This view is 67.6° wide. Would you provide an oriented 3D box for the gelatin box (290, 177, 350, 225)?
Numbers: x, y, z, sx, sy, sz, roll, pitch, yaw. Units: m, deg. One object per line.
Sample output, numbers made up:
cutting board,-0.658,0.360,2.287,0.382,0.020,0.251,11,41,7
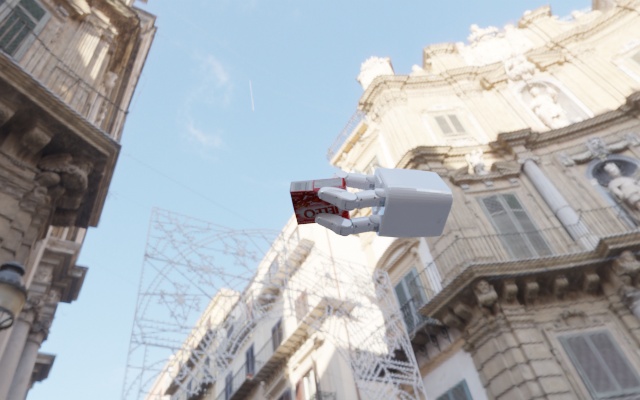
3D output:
gelatin box,0.000,0.002,0.768,0.089,0.073,0.030,-4,41,7
